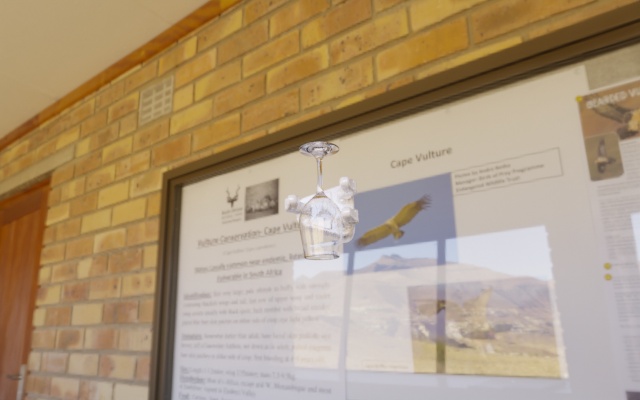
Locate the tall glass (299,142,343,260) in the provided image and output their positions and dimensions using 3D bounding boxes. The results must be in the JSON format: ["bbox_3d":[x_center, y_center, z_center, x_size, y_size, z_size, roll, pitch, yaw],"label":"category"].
[{"bbox_3d":[0.000,0.002,0.848,0.079,0.201,0.079,-1,-15,0],"label":"tall glass"}]
